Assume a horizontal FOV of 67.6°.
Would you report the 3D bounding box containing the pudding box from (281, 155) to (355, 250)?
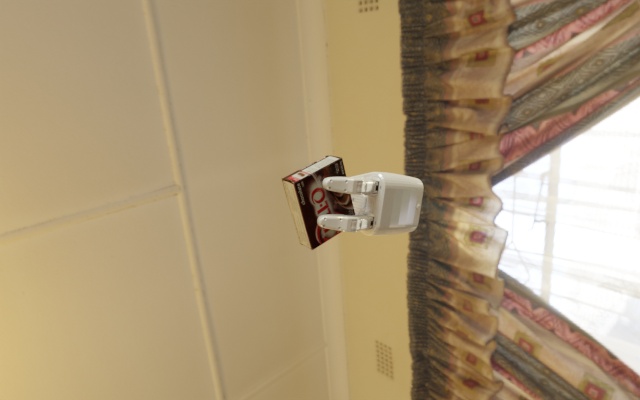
[{"bbox_3d":[0.000,0.002,0.699,0.090,0.113,0.039,-30,27,-30],"label":"pudding box"}]
